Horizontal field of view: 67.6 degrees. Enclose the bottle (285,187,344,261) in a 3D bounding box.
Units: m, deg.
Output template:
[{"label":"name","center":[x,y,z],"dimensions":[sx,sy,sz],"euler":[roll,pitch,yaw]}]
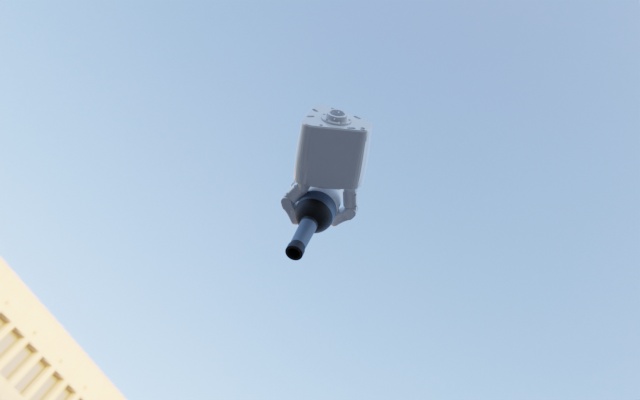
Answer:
[{"label":"bottle","center":[0.000,0.003,0.818],"dimensions":[0.069,0.069,0.295],"euler":[0,31,18]}]
